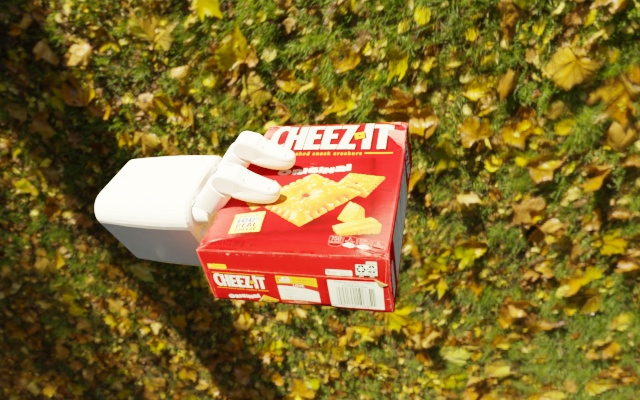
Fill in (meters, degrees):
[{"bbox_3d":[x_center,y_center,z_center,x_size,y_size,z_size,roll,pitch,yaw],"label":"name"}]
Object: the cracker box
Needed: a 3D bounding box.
[{"bbox_3d":[0.000,0.002,0.472,0.164,0.072,0.213,1,39,15],"label":"cracker box"}]
